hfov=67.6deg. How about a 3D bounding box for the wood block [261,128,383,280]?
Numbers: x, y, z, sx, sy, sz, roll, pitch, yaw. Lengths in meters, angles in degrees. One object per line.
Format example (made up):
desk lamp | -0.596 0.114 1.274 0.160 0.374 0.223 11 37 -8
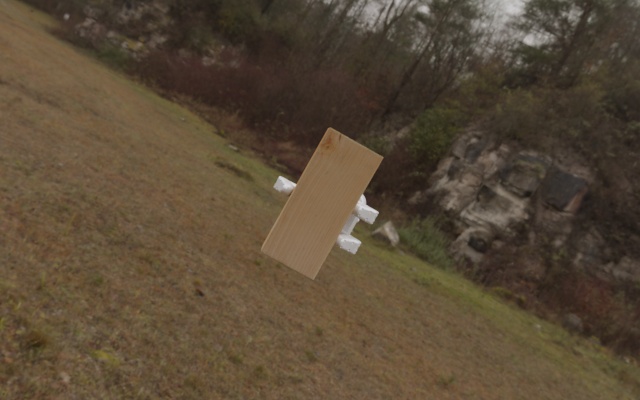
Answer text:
wood block | 0.000 0.002 0.728 0.091 0.206 0.090 29 5 -5
